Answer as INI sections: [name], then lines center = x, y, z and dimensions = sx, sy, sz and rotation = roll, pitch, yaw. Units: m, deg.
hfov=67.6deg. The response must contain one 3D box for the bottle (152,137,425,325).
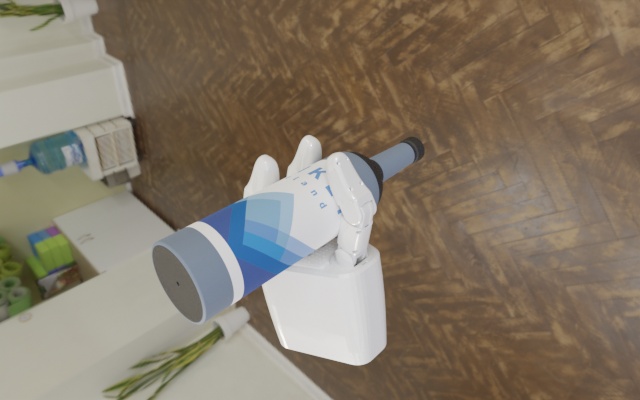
[bottle]
center = 0.000, 0.001, 0.426
dimensions = 0.295, 0.069, 0.069
rotation = -30, 19, -38
